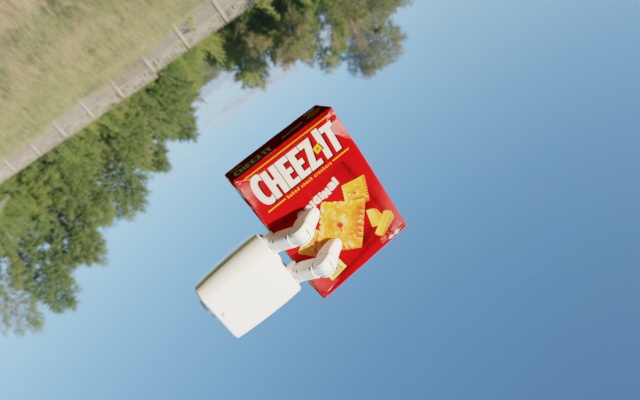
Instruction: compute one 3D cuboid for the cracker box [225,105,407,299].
[{"bbox_3d":[0.000,0.002,0.664,0.164,0.214,0.072,-39,23,-10],"label":"cracker box"}]
